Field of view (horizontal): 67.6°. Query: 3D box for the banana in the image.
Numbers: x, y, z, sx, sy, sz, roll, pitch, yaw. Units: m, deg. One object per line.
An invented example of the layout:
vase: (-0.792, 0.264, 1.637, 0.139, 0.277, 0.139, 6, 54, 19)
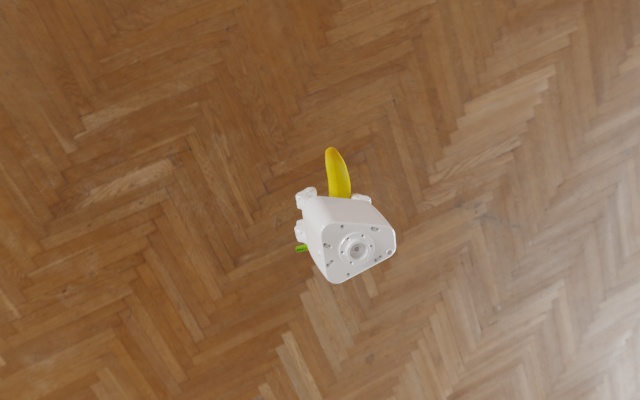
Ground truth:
banana: (0.017, 0.010, 0.817, 0.069, 0.198, 0.037, 14, 15, -13)
